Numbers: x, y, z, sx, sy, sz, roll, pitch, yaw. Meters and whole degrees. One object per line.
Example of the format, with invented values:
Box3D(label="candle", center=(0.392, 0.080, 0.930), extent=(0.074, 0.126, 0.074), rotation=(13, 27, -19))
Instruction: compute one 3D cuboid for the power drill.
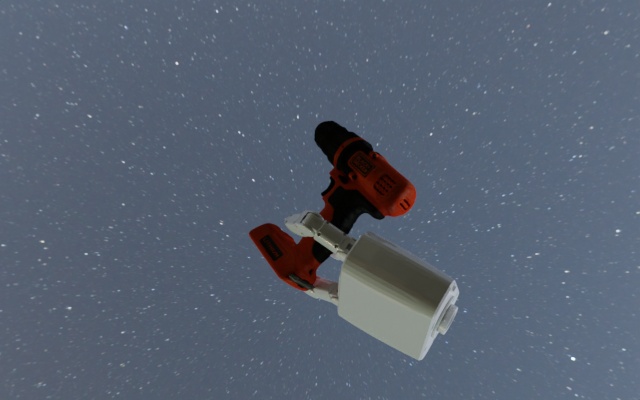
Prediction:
Box3D(label="power drill", center=(0.000, 0.002, 0.588), extent=(0.057, 0.187, 0.184), rotation=(38, 7, -46))
